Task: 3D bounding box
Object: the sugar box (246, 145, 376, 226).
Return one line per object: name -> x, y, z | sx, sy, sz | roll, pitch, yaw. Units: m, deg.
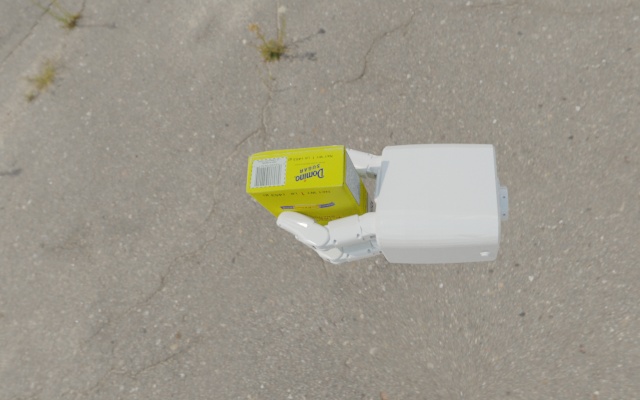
sugar box -> 0.000, 0.002, 0.500 | 0.093, 0.048, 0.176 | -3, -23, 16
